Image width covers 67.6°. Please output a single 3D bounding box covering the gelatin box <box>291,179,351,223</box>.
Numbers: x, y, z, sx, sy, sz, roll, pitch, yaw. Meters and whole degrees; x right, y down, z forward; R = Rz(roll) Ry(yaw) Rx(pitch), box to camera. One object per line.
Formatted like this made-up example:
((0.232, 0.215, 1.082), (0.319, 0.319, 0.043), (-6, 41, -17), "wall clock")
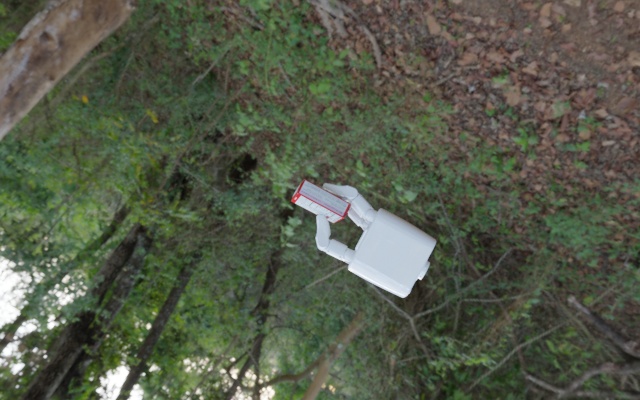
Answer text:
((0.000, 0.003, 0.799), (0.089, 0.030, 0.073), (27, -14, -5), "gelatin box")
